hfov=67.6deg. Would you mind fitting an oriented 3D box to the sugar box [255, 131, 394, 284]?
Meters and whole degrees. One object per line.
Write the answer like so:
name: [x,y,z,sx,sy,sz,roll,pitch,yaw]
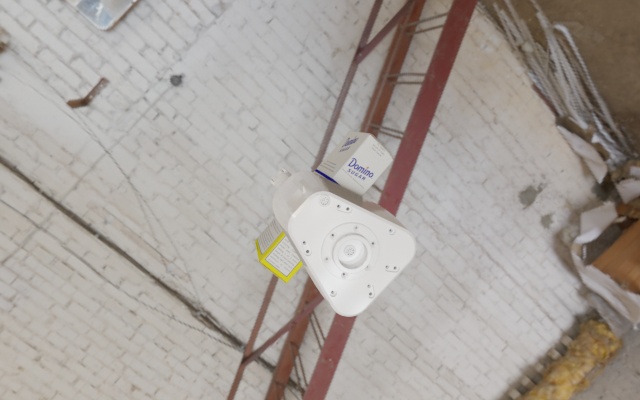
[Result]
sugar box: [0.000,0.002,0.535,0.048,0.176,0.093,43,1,-15]
